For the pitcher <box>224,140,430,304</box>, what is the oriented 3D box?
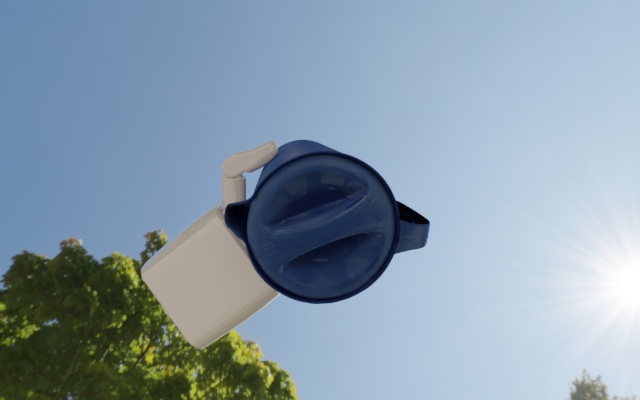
[{"bbox_3d":[0.000,0.002,0.511,0.145,0.149,0.242,-39,14,3],"label":"pitcher"}]
